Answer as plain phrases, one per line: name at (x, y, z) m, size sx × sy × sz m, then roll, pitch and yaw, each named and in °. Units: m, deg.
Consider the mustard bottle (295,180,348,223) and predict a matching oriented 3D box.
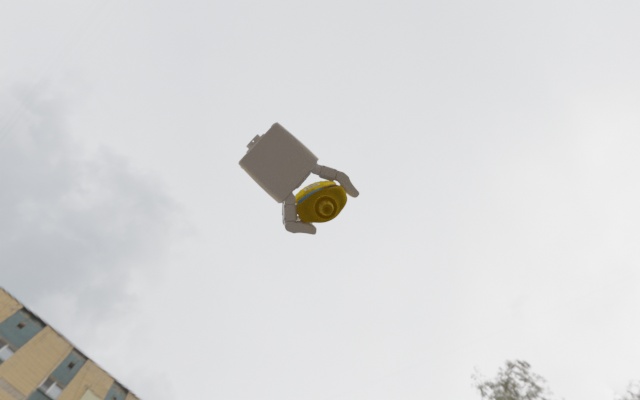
mustard bottle at (0.000, 0.003, 0.882) m, size 0.096 × 0.058 × 0.191 m, roll -23°, pitch 9°, yaw -4°
